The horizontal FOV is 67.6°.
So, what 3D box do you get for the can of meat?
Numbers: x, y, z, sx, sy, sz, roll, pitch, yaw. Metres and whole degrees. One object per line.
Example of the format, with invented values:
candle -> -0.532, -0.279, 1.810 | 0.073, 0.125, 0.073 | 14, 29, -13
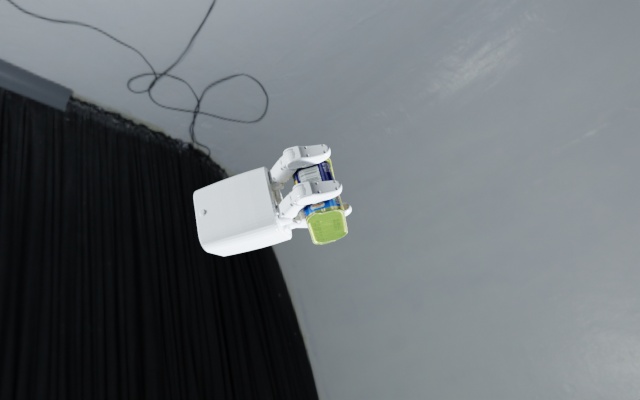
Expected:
can of meat -> 0.000, 0.002, 0.654 | 0.057, 0.084, 0.102 | -16, -29, 0
